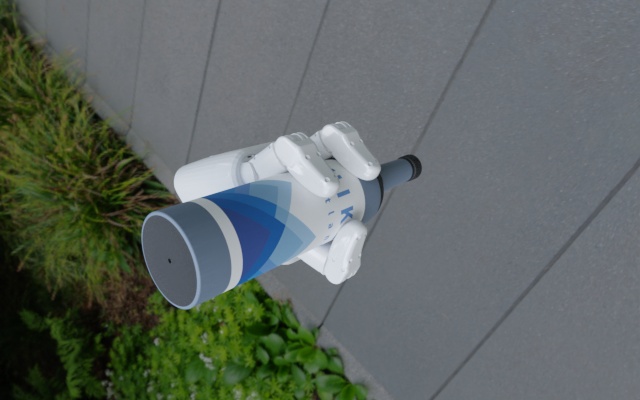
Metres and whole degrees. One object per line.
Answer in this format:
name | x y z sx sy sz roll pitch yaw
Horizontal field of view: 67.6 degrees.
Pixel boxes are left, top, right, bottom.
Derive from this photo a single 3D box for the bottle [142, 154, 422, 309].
bottle | 0.000 0.001 0.408 0.069 0.069 0.295 0 15 43
